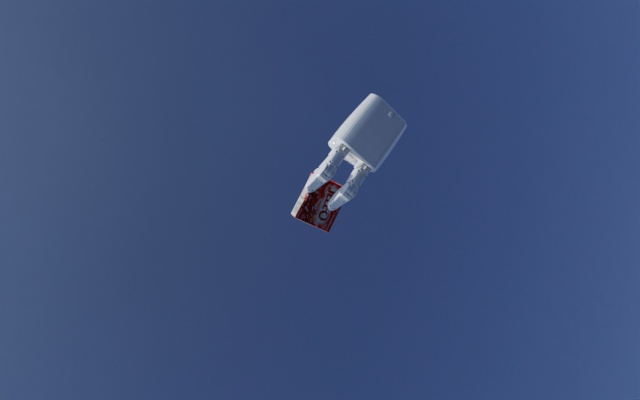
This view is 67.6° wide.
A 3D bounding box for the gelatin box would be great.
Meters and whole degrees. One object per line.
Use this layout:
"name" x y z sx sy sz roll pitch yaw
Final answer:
"gelatin box" 0.000 0.003 0.863 0.073 0.089 0.030 25 5 -23
